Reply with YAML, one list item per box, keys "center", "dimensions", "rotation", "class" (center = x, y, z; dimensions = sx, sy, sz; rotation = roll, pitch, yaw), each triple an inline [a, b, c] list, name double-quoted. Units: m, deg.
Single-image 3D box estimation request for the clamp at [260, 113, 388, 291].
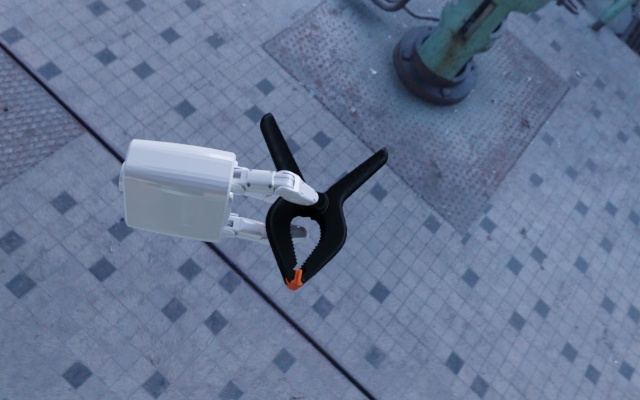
- center: [0.000, 0.002, 0.560]
  dimensions: [0.164, 0.210, 0.036]
  rotation: [8, -23, -10]
  class: "clamp"
